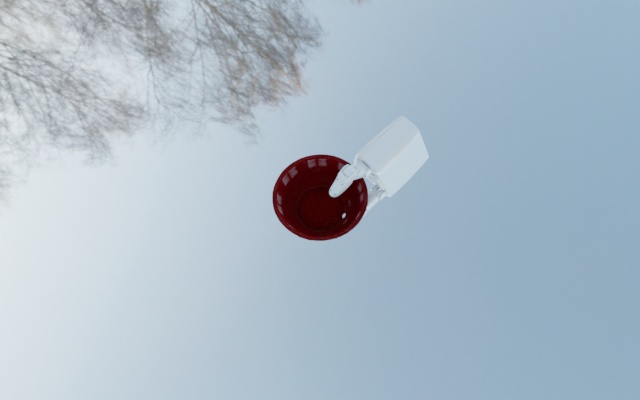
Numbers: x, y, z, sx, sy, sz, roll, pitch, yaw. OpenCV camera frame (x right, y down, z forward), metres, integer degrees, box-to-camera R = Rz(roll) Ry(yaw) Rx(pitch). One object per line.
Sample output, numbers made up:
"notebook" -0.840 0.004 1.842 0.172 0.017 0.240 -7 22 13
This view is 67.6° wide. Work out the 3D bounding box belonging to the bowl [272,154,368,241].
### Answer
"bowl" -0.001 0.003 0.825 0.162 0.162 0.055 0 -25 2
